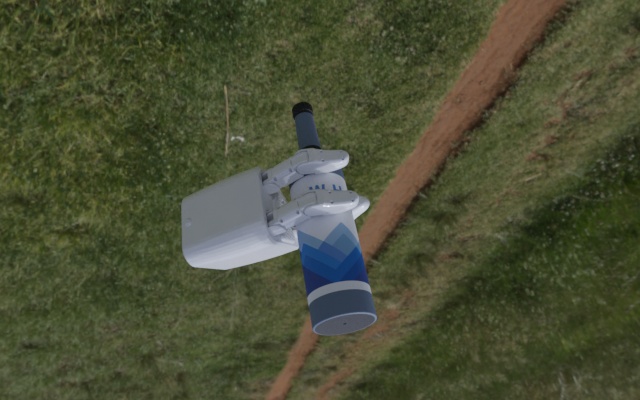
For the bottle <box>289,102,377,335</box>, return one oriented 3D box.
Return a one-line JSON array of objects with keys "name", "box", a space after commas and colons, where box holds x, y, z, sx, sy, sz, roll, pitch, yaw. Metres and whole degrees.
[{"name": "bottle", "box": [0.000, 0.002, 0.557, 0.069, 0.295, 0.069, -8, -31, -5]}]
